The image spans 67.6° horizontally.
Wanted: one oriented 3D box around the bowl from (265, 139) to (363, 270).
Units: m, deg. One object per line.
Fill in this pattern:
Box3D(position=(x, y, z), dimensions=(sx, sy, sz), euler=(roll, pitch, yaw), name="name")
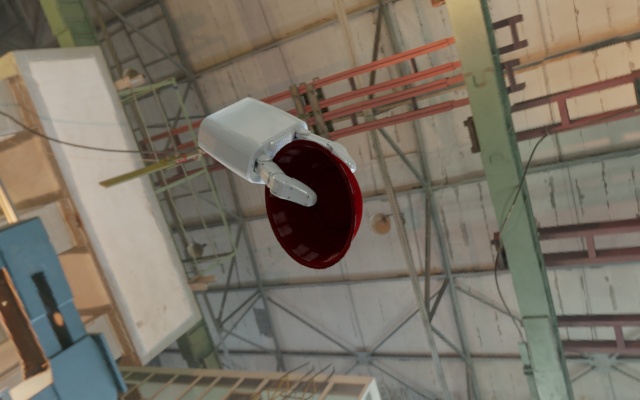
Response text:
Box3D(position=(0.001, 0.003, 0.604), dimensions=(0.055, 0.162, 0.162), euler=(-13, 9, -43), name="bowl")
